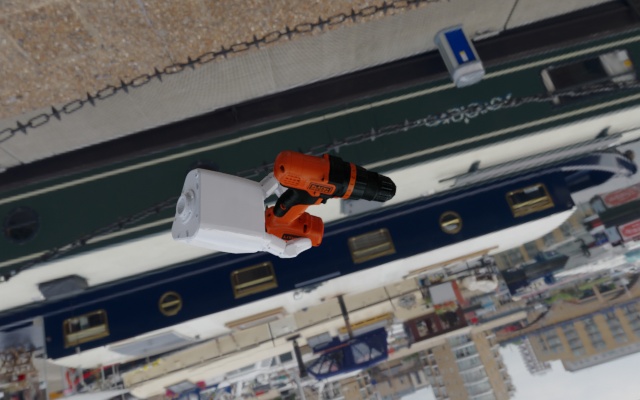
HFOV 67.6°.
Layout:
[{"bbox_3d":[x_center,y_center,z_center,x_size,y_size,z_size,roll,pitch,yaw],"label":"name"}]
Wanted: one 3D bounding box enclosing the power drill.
[{"bbox_3d":[0.000,0.003,0.735,0.184,0.057,0.188,14,-37,-16],"label":"power drill"}]
